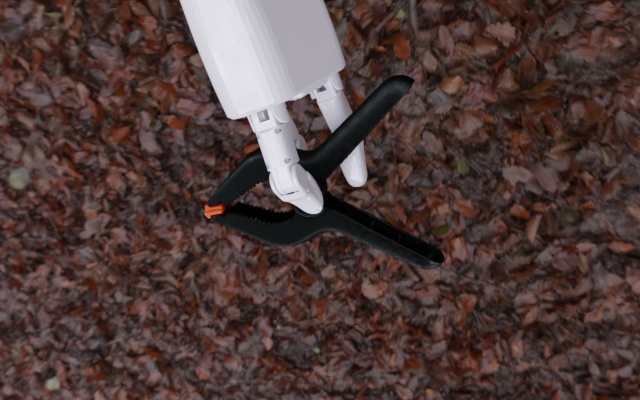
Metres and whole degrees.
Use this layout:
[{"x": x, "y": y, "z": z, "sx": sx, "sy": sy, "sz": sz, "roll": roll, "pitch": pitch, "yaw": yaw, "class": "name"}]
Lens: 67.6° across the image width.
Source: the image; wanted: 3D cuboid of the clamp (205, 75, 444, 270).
[{"x": -0.001, "y": 0.002, "z": 0.413, "sx": 0.210, "sy": 0.164, "sz": 0.036, "roll": -14, "pitch": 18, "yaw": 21, "class": "clamp"}]
